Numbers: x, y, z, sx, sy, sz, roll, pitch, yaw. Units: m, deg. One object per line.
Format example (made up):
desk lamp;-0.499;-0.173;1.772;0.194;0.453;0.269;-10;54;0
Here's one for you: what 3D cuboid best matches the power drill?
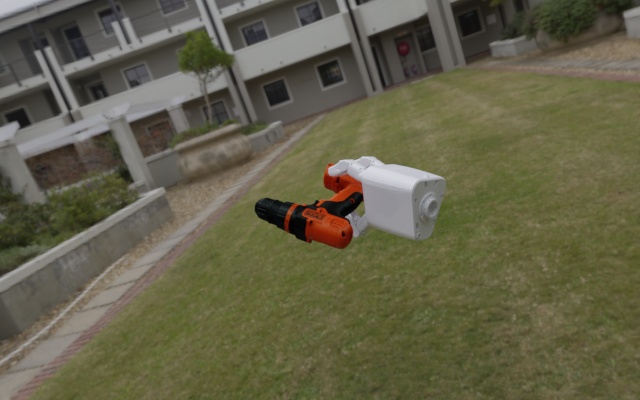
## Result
power drill;0.001;0.003;0.858;0.184;0.057;0.187;20;40;22
